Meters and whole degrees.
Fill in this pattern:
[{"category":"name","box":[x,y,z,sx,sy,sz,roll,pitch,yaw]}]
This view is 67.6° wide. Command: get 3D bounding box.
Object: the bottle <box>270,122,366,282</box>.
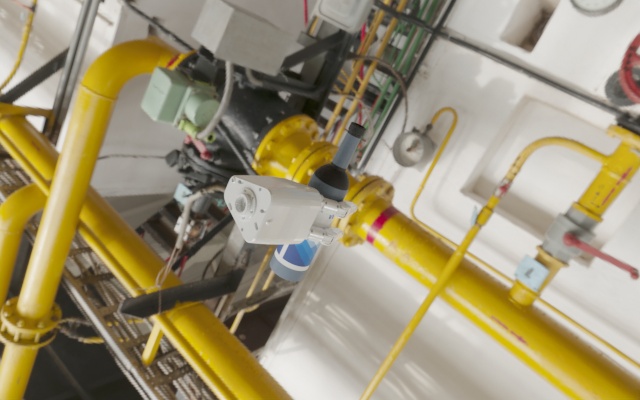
[{"category":"bottle","box":[0.000,0.003,0.822,0.069,0.296,0.069,24,19,-9]}]
